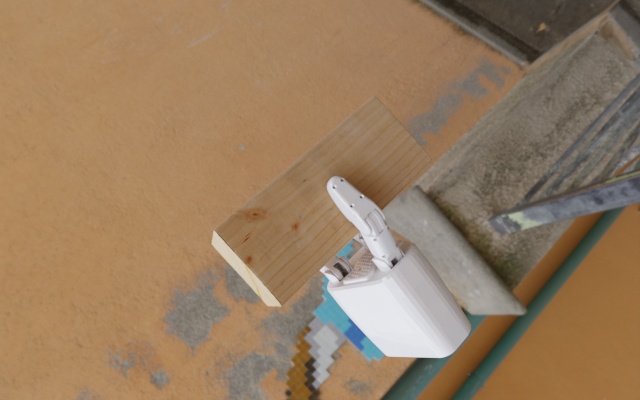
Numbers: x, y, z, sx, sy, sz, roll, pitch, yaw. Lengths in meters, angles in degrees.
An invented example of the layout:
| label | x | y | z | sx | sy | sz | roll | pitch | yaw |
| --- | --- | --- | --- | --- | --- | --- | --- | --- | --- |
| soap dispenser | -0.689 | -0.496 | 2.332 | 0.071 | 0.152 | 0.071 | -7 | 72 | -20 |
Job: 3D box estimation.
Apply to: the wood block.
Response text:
| label | x | y | z | sx | sy | sz | roll | pitch | yaw |
| --- | --- | --- | --- | --- | --- | --- | --- | --- | --- |
| wood block | 0.000 | 0.002 | 0.480 | 0.206 | 0.090 | 0.091 | -42 | 1 | -19 |
